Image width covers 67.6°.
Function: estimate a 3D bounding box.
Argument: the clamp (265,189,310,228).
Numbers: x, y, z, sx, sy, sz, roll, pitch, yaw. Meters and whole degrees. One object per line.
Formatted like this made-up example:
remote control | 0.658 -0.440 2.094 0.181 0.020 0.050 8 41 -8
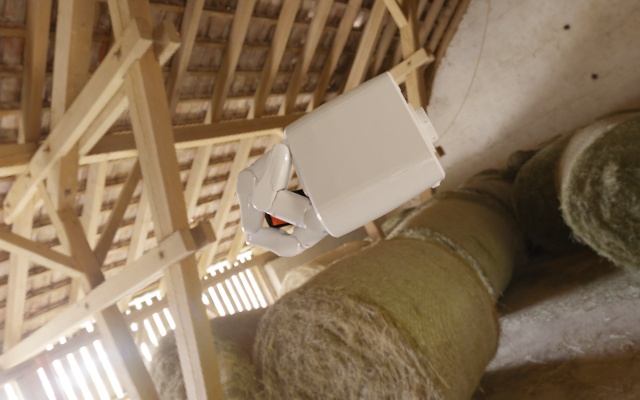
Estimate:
clamp | 0.000 0.001 0.520 0.120 0.039 0.171 -28 -5 14
